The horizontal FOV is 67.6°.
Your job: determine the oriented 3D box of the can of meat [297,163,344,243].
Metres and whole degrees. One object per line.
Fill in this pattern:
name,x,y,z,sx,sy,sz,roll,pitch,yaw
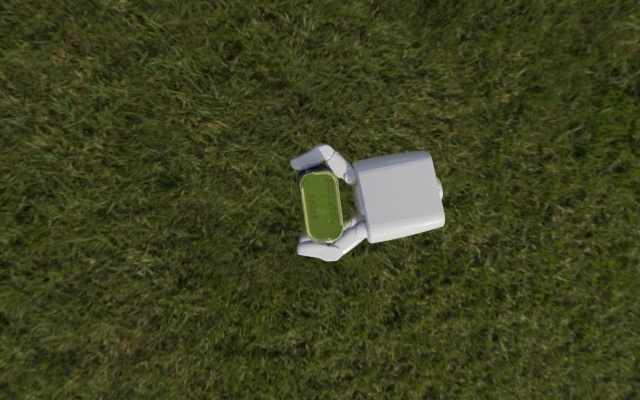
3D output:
can of meat,0.000,0.002,0.667,0.057,0.102,0.084,-9,9,-2
